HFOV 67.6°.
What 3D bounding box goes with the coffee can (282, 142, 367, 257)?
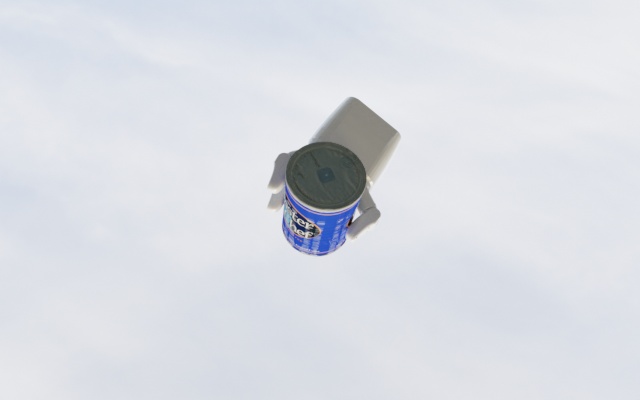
[{"bbox_3d":[0.000,0.002,0.654,0.103,0.102,0.140,0,-30,-7],"label":"coffee can"}]
